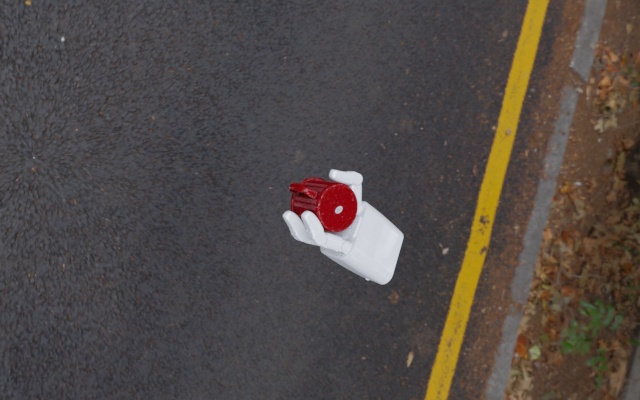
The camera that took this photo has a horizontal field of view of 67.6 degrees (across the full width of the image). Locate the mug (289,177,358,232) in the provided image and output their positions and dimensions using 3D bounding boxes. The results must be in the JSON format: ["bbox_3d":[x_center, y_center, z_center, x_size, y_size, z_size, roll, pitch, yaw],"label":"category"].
[{"bbox_3d":[-0.001,0.002,0.793,0.117,0.093,0.081,35,-13,-29],"label":"mug"}]
